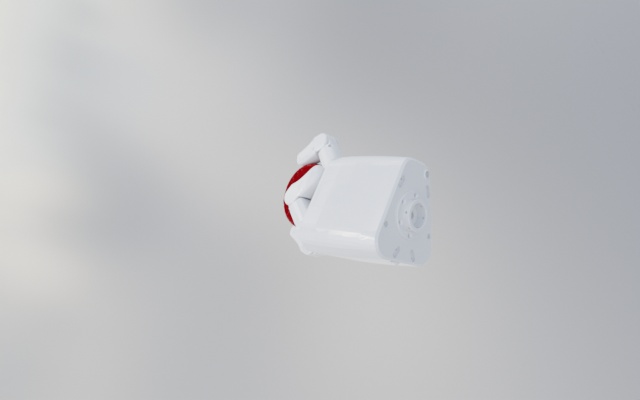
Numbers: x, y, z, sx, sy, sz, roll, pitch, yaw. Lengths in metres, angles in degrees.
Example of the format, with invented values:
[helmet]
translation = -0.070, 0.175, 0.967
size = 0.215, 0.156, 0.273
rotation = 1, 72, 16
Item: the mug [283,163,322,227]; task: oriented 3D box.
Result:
[mug]
translation = -0.001, 0.002, 0.610
size = 0.081, 0.093, 0.117
rotation = 18, -12, -42
